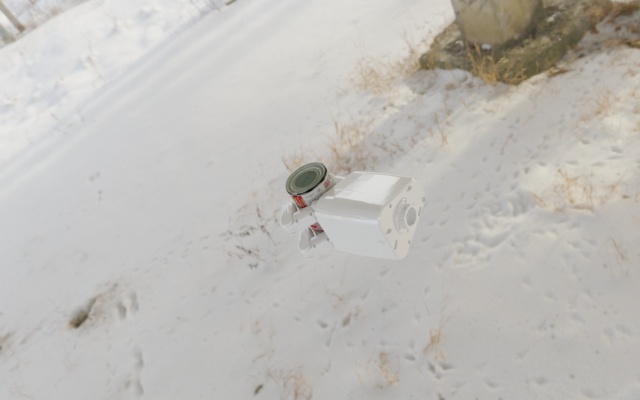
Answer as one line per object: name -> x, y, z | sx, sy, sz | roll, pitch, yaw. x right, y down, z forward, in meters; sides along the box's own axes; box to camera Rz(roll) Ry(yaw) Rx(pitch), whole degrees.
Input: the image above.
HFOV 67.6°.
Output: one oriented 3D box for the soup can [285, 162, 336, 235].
soup can -> 0.000, 0.002, 0.709 | 0.068, 0.068, 0.102 | 0, -44, 37
